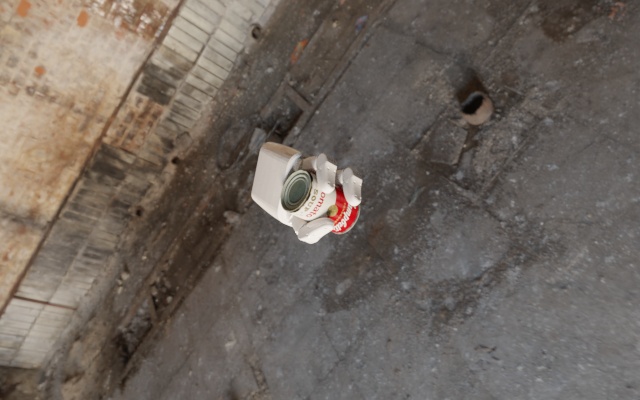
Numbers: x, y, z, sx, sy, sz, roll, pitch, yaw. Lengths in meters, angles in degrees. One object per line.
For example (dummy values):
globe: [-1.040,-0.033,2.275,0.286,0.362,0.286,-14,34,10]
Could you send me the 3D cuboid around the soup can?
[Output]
soup can: [0.000,0.002,0.705,0.102,0.068,0.068,25,-16,-38]
